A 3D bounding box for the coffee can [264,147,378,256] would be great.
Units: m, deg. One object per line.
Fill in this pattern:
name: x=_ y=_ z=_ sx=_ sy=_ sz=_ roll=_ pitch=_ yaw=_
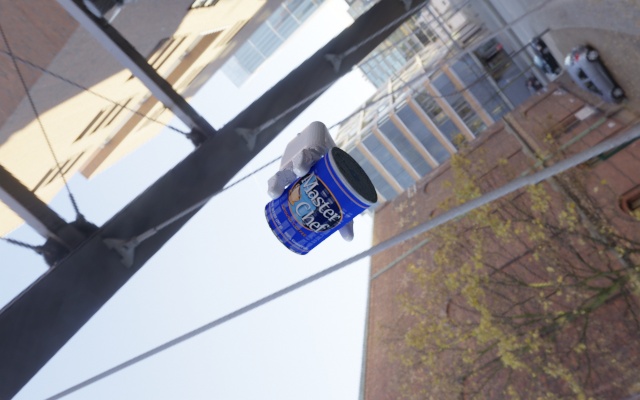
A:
coffee can: x=0.000 y=0.002 z=0.719 sx=0.140 sy=0.102 sz=0.103 roll=-39 pitch=-16 yaw=21
